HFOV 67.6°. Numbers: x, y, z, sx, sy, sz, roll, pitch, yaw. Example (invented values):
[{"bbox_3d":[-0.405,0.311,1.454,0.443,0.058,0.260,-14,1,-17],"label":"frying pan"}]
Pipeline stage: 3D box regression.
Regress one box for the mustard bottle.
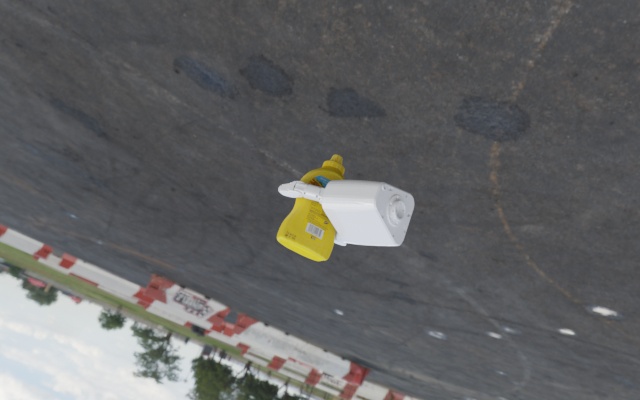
[{"bbox_3d":[0.000,0.003,0.843,0.096,0.191,0.058,29,-21,-19],"label":"mustard bottle"}]
